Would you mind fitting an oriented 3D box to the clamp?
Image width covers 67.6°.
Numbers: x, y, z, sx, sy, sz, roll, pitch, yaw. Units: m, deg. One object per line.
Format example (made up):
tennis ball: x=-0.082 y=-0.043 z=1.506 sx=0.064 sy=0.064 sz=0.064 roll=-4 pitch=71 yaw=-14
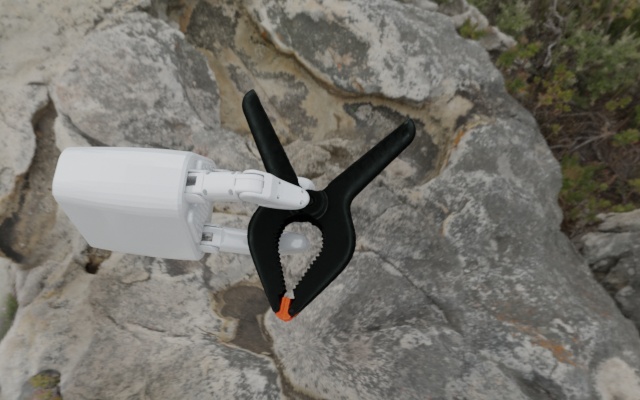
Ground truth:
clamp: x=0.000 y=0.002 z=0.424 sx=0.164 sy=0.210 sz=0.036 roll=4 pitch=-17 yaw=2
